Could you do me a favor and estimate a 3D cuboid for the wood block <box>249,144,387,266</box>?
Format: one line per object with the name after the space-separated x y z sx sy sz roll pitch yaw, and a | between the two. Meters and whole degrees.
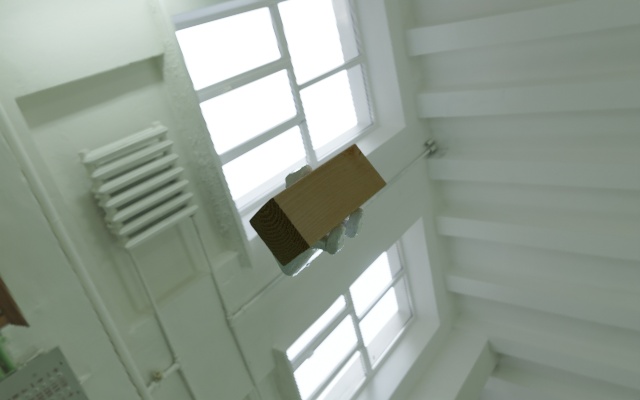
0.000 0.002 0.763 0.206 0.091 0.090 -37 -2 -41 | wood block
